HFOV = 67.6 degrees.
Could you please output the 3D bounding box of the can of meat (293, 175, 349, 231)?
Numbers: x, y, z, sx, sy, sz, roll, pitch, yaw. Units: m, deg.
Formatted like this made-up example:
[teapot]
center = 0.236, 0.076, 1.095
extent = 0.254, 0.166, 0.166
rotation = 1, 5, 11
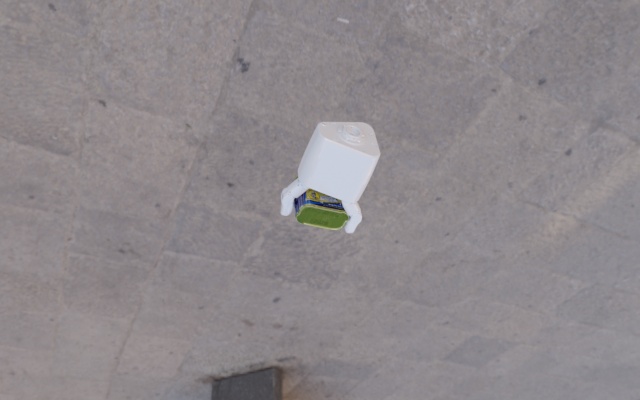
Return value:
[can of meat]
center = 0.000, 0.003, 0.883
extent = 0.102, 0.083, 0.057
rotation = 12, -47, -19
